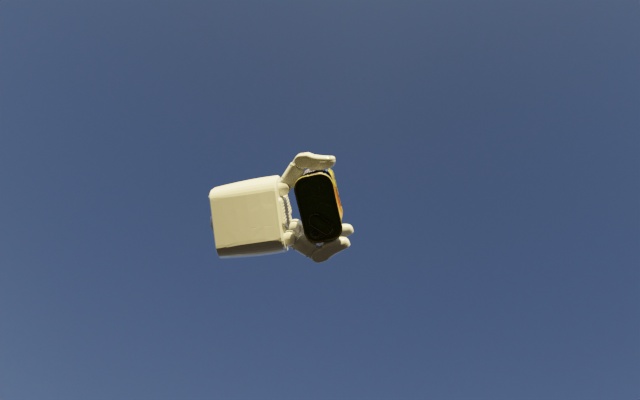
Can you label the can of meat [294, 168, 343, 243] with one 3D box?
[{"bbox_3d":[0.000,0.002,0.725,0.057,0.102,0.084,-11,13,7],"label":"can of meat"}]
